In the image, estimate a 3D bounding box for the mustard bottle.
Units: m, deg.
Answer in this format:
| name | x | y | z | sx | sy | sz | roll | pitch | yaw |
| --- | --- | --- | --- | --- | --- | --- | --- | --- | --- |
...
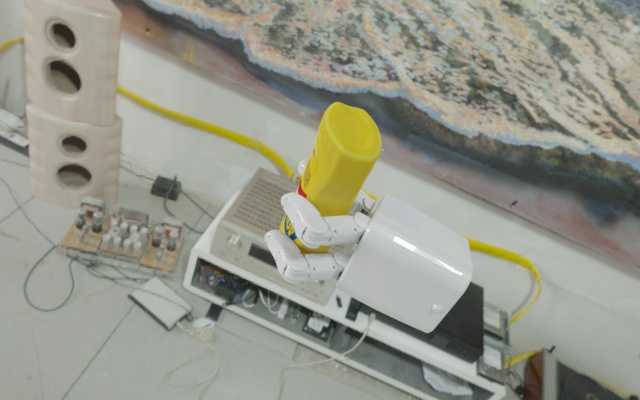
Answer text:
| name | x | y | z | sx | sy | sz | roll | pitch | yaw |
| --- | --- | --- | --- | --- | --- | --- | --- | --- | --- |
| mustard bottle | 0.000 | 0.001 | 0.496 | 0.058 | 0.192 | 0.096 | 13 | 38 | -15 |
